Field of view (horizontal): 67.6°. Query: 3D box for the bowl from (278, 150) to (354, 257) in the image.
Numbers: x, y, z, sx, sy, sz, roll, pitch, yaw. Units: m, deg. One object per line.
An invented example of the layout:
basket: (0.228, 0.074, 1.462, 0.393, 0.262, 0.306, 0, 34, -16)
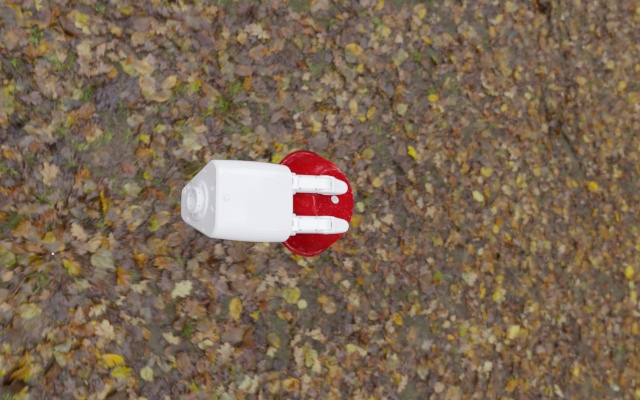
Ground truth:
bowl: (0.001, 0.002, 0.701, 0.055, 0.162, 0.162, -6, -4, 41)
